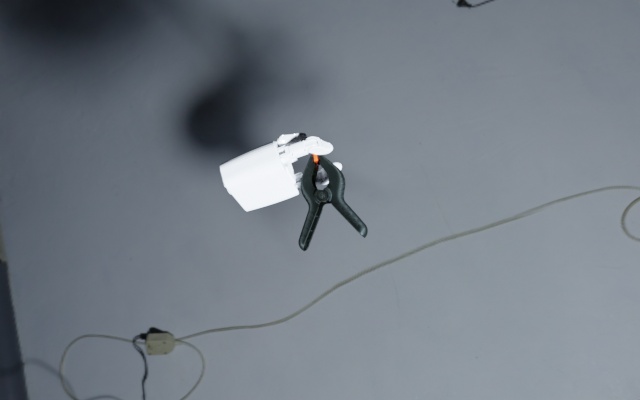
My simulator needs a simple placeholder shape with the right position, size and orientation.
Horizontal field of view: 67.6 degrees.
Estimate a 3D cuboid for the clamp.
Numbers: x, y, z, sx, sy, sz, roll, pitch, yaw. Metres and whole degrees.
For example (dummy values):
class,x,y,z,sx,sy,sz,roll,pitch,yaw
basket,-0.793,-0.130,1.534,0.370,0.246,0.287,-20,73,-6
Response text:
class,x,y,z,sx,sy,sz,roll,pitch,yaw
clamp,0.000,0.002,0.822,0.120,0.171,0.039,-21,-18,6
